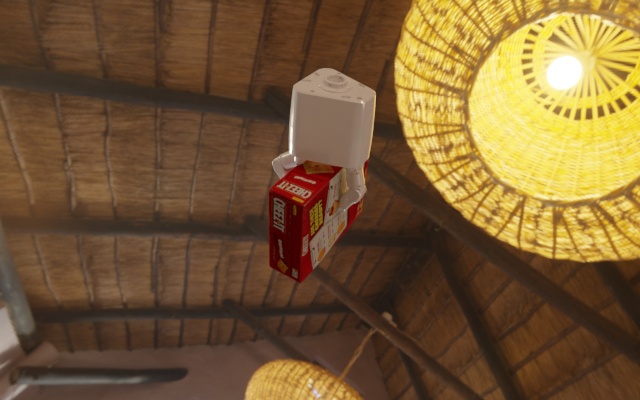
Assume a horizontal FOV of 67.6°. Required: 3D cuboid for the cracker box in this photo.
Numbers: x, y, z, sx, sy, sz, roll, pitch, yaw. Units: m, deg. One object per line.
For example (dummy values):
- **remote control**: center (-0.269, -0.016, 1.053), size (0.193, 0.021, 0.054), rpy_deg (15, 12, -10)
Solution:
- **cracker box**: center (0.000, 0.003, 0.782), size (0.072, 0.164, 0.213), rpy_deg (23, 43, 22)
